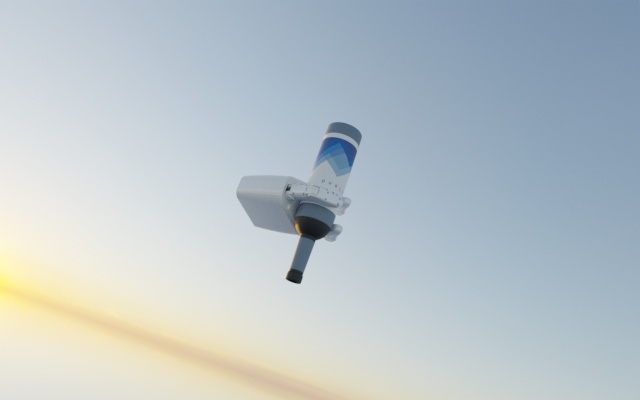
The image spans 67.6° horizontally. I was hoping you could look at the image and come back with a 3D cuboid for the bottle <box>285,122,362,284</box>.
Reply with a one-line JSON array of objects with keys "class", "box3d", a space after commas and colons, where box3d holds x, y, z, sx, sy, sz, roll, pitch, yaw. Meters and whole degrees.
[{"class": "bottle", "box3d": [0.000, 0.002, 0.832, 0.069, 0.295, 0.069, 17, -22, 7]}]
